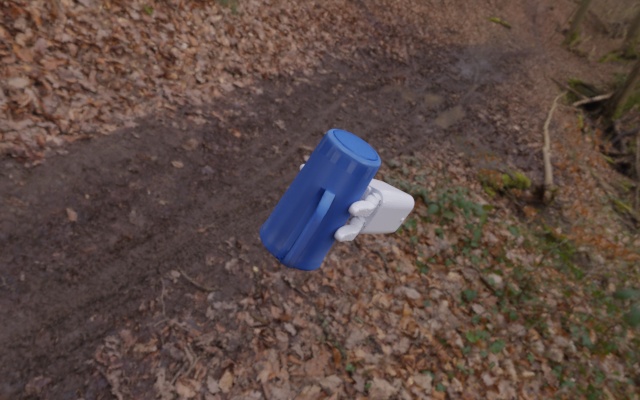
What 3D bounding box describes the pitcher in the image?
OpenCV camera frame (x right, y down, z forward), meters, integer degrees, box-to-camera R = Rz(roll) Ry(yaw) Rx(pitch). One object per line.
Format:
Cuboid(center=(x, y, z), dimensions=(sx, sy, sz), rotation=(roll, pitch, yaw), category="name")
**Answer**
Cuboid(center=(0.000, 0.003, 0.846), dimensions=(0.145, 0.243, 0.149), rotation=(7, 35, -44), category="pitcher")
